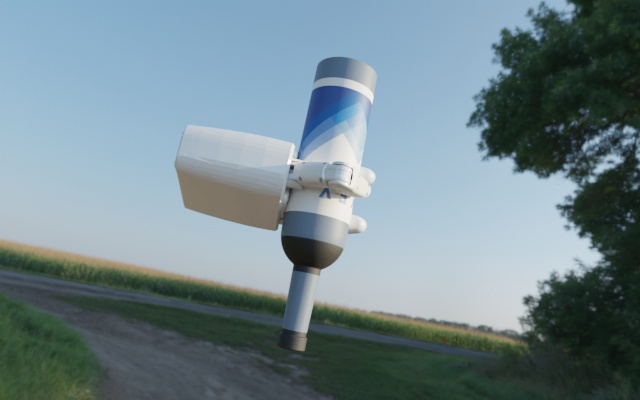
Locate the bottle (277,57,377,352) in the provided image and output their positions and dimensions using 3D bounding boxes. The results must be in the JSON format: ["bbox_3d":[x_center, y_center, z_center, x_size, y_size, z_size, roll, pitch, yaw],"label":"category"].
[{"bbox_3d":[0.000,0.001,0.489,0.069,0.295,0.069,11,-12,2],"label":"bottle"}]
